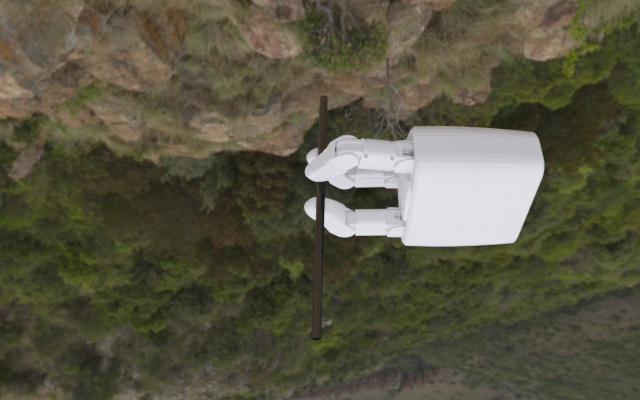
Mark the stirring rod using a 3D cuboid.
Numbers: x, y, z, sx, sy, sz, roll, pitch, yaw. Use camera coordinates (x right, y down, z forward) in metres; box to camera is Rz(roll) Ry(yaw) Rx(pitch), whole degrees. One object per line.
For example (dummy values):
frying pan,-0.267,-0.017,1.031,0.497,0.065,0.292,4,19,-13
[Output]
stirring rod,0.000,0.001,0.425,0.011,0.239,0.011,1,-29,1
